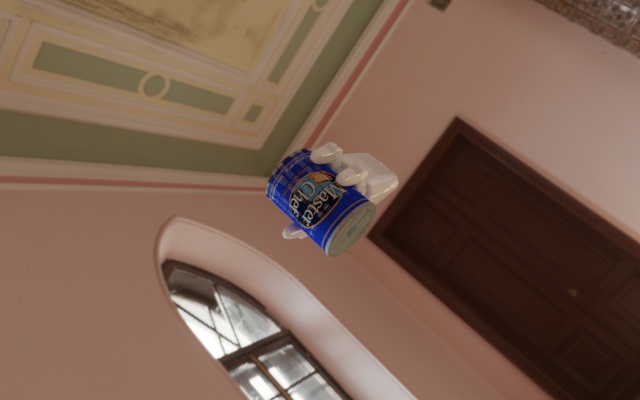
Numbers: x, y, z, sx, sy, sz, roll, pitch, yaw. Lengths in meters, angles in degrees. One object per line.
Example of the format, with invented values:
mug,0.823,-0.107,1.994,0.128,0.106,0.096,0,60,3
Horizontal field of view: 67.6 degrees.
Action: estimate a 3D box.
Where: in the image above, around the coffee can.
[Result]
coffee can,0.000,0.003,0.728,0.140,0.103,0.103,42,19,22
